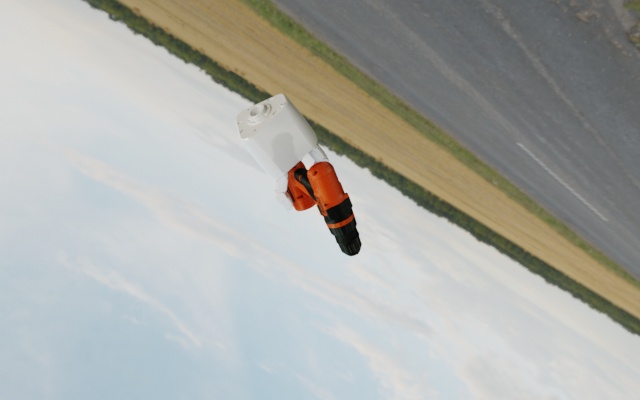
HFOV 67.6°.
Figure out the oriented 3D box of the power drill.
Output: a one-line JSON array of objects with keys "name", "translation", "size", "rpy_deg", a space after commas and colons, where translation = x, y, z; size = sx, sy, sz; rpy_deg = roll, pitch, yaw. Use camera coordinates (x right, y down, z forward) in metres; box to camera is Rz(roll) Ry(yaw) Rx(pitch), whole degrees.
[{"name": "power drill", "translation": [0.000, 0.003, 0.884], "size": [0.057, 0.184, 0.187], "rpy_deg": [-29, 24, -19]}]
